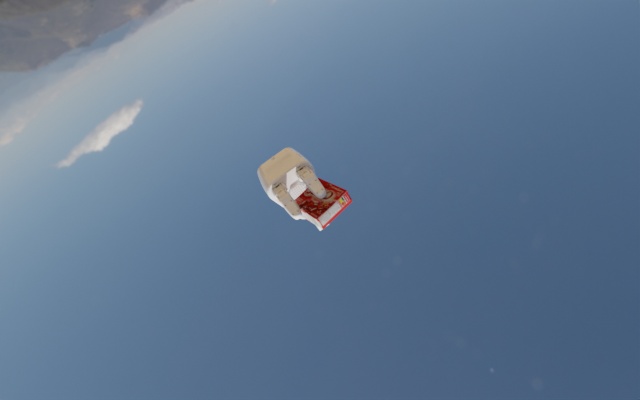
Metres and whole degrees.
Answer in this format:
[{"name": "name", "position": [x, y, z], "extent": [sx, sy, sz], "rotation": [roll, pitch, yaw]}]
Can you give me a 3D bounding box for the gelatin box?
[{"name": "gelatin box", "position": [0.001, 0.003, 0.827], "extent": [0.073, 0.030, 0.089], "rotation": [-43, 36, -15]}]
